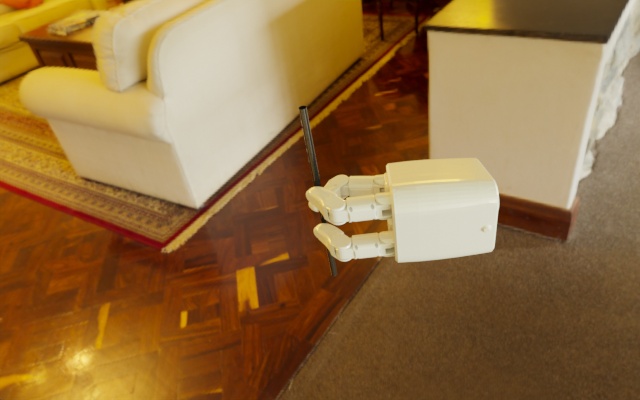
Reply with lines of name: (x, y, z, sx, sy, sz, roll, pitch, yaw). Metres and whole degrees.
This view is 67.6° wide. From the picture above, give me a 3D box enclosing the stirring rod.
stirring rod: (0.000, 0.002, 0.546, 0.011, 0.240, 0.011, -7, 38, 5)
